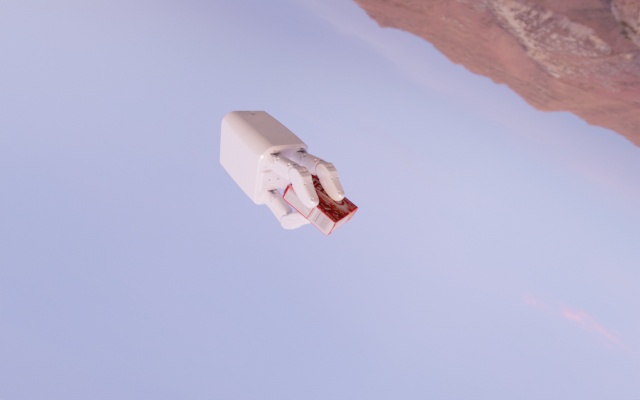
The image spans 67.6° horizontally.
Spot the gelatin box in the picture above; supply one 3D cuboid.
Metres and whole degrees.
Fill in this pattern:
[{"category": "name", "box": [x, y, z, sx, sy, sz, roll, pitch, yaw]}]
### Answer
[{"category": "gelatin box", "box": [0.000, 0.003, 0.687, 0.089, 0.030, 0.073, 40, 32, 14]}]
